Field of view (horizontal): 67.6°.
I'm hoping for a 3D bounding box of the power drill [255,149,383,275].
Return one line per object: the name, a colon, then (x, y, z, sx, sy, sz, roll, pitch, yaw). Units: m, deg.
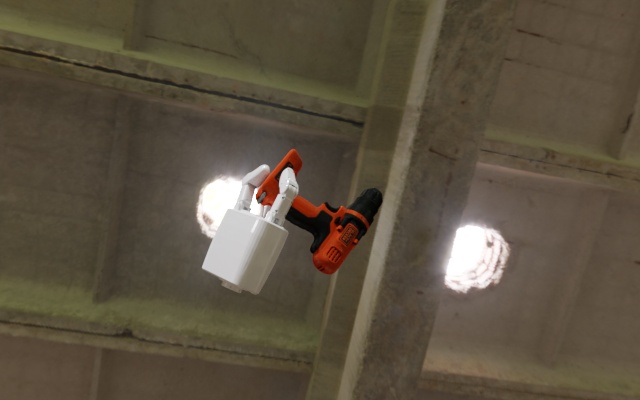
power drill: (0.000, 0.003, 0.800, 0.187, 0.184, 0.057, 40, -31, -3)
